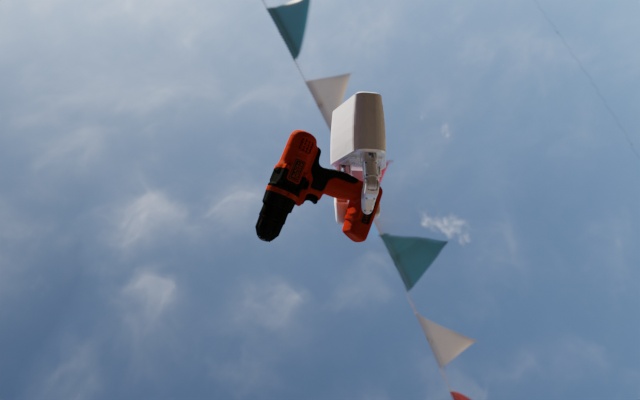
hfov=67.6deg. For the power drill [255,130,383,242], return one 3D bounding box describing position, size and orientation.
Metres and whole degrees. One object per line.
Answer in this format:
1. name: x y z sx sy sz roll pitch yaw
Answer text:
1. power drill: 0.001 0.002 0.776 0.188 0.184 0.057 25 -7 -27
